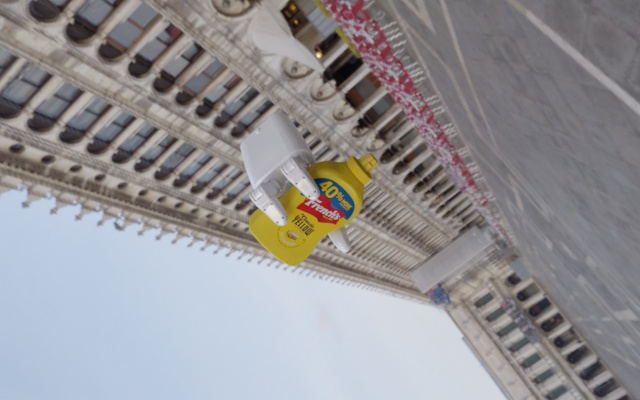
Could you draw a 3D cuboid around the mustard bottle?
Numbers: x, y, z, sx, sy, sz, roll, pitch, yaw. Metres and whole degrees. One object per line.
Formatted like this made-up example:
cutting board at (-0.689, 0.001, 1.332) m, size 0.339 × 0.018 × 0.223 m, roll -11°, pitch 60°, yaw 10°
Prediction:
mustard bottle at (0.000, 0.003, 0.657) m, size 0.191 × 0.096 × 0.058 m, roll -40°, pitch 22°, yaw 13°
